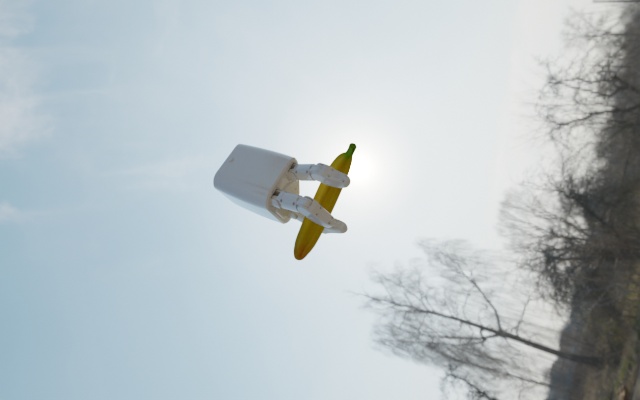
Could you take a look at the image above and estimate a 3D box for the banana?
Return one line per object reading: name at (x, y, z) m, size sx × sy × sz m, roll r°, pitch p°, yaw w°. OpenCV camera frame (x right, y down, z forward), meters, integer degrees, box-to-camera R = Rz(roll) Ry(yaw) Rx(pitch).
banana at (0.004, 0.002, 0.752) m, size 0.037 × 0.198 × 0.069 m, roll 23°, pitch -6°, yaw 10°
